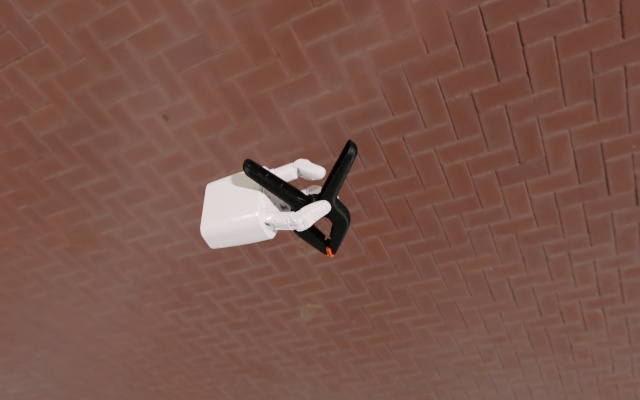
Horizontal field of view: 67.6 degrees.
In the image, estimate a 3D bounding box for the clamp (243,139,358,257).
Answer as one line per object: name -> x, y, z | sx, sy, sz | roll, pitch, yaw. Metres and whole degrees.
clamp -> 0.000, 0.003, 0.714 | 0.164, 0.210, 0.036 | -14, 38, 16
